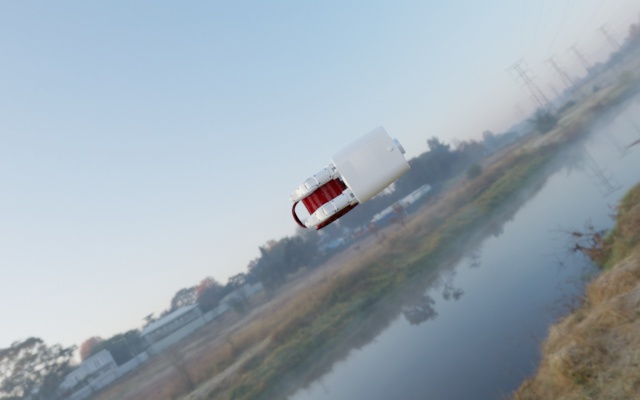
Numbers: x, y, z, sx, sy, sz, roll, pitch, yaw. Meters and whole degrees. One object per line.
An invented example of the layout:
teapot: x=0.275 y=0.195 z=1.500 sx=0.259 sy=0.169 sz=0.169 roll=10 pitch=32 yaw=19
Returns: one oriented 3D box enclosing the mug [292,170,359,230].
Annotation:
mug: x=-0.001 y=0.004 z=0.880 sx=0.117 sy=0.081 sz=0.093 roll=-33 pitch=-7 yaw=7
